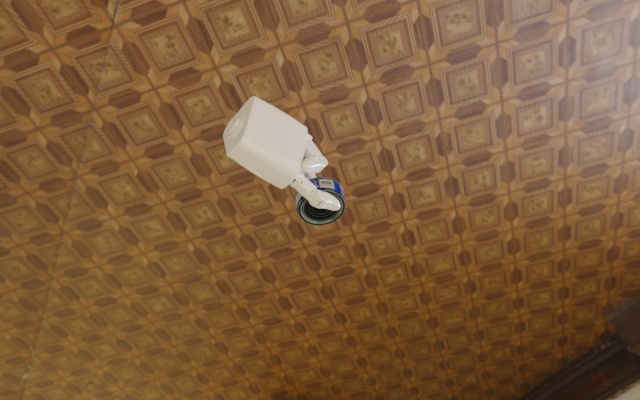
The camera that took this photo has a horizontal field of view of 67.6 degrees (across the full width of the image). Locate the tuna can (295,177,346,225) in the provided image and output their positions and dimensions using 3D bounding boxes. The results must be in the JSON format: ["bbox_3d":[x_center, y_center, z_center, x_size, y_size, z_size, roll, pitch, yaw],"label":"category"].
[{"bbox_3d":[0.000,0.003,0.820,0.086,0.086,0.033,0,42,-10],"label":"tuna can"}]
